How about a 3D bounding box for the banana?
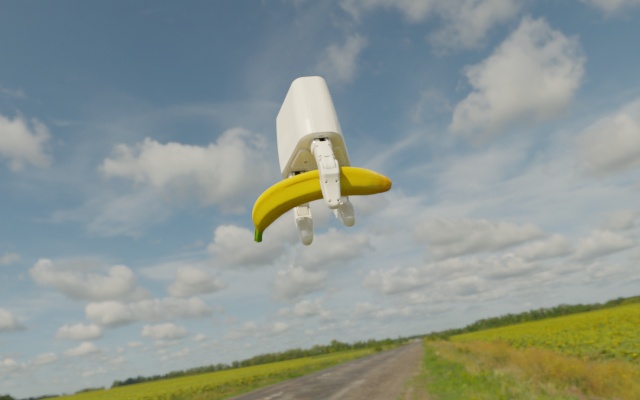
[{"bbox_3d":[-0.010,-0.008,0.612,0.198,0.037,0.070,-21,-42,9],"label":"banana"}]
